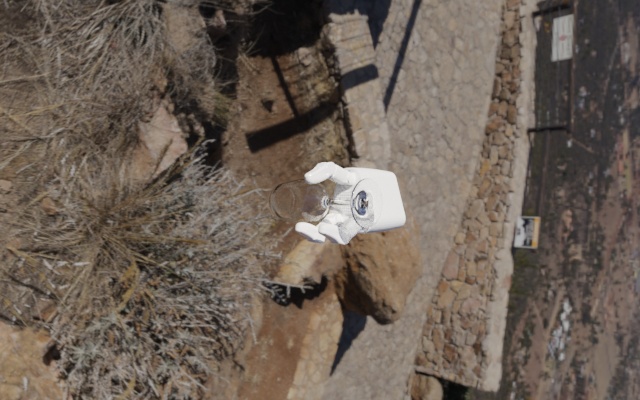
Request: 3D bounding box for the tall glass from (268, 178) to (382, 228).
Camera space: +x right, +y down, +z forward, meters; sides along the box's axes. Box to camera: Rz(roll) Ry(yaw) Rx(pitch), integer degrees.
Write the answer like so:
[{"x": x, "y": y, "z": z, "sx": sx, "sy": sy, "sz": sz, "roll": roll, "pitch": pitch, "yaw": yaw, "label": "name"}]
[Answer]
[{"x": 0.001, "y": 0.003, "z": 0.784, "sx": 0.201, "sy": 0.079, "sz": 0.079, "roll": 1, "pitch": 1, "yaw": 45, "label": "tall glass"}]
